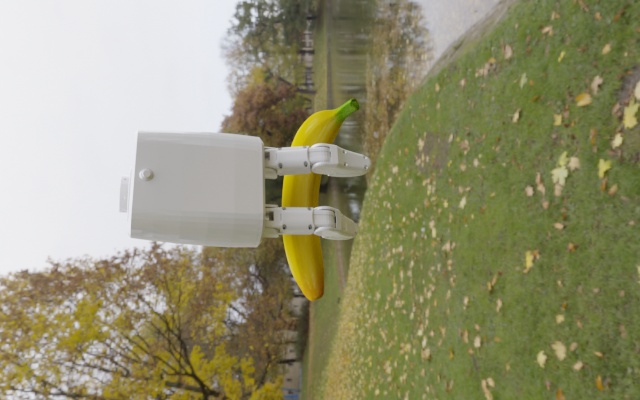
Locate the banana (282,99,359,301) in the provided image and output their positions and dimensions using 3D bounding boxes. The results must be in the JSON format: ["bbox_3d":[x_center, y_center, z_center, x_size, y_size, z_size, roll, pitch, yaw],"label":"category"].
[{"bbox_3d":[-0.011,-0.004,0.474,0.037,0.198,0.069,8,2,-38],"label":"banana"}]
